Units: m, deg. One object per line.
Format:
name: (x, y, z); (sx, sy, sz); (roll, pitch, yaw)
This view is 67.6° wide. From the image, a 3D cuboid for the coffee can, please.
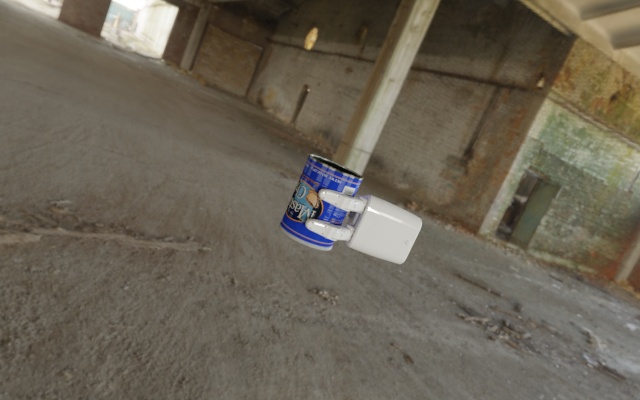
coffee can: (0.000, 0.003, 0.841); (0.103, 0.140, 0.103); (23, 10, -4)
